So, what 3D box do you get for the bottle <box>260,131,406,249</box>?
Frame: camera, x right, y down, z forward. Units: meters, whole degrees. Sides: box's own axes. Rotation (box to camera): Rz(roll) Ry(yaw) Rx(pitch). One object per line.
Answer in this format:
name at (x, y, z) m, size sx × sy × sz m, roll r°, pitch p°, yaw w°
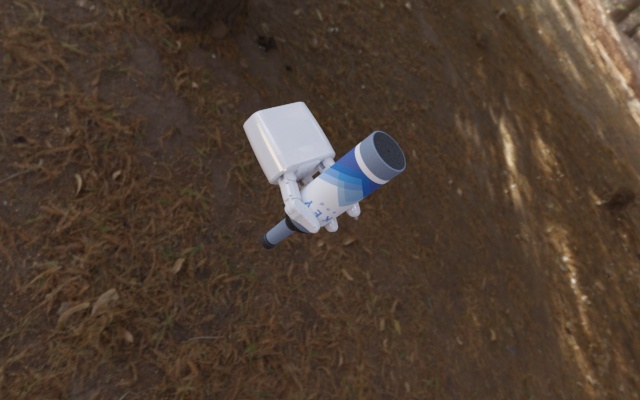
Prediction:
bottle at (0.000, 0.002, 0.740) m, size 0.069 × 0.069 × 0.296 m, roll 0°, pitch -29°, yaw -46°
